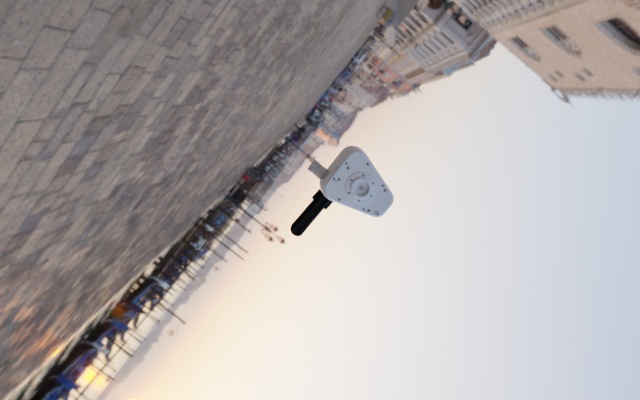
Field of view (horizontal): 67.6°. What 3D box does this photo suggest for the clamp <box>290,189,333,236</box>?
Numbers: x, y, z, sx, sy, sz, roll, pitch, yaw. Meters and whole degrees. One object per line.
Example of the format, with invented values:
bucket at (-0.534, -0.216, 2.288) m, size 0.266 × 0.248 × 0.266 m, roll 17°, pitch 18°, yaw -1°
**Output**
clamp at (0.001, 0.003, 0.886) m, size 0.039 × 0.171 × 0.120 m, roll 38°, pitch 6°, yaw -7°
